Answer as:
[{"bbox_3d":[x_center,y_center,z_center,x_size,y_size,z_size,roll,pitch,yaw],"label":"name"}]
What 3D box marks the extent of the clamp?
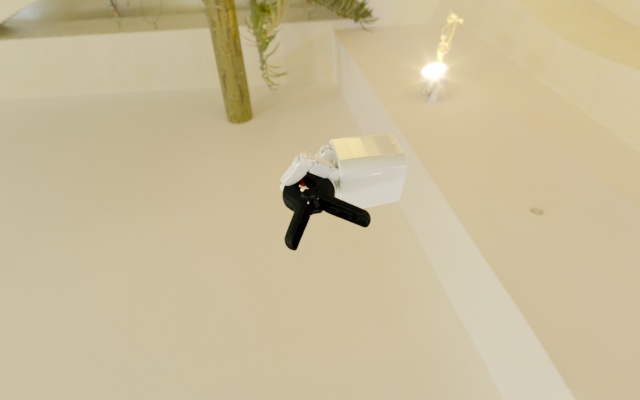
[{"bbox_3d":[0.000,0.003,0.694,0.120,0.039,0.171,-7,38,-6],"label":"clamp"}]
